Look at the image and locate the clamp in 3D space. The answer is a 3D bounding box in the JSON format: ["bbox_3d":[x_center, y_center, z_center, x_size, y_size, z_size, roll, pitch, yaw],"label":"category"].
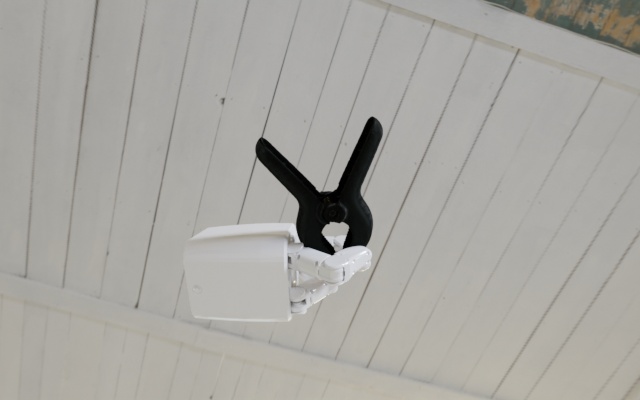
[{"bbox_3d":[0.000,0.001,0.479,0.120,0.171,0.039,0,24,3],"label":"clamp"}]
